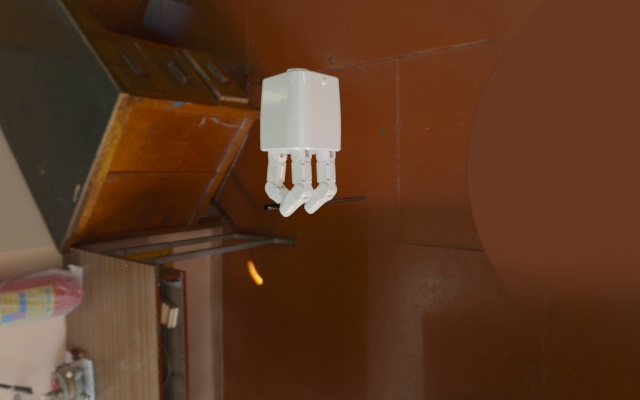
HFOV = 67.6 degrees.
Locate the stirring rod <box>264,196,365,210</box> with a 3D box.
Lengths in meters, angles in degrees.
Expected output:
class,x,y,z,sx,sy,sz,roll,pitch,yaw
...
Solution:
class,x,y,z,sx,sy,sz,roll,pitch,yaw
stirring rod,0.000,0.002,0.748,0.011,0.011,0.239,0,3,39
